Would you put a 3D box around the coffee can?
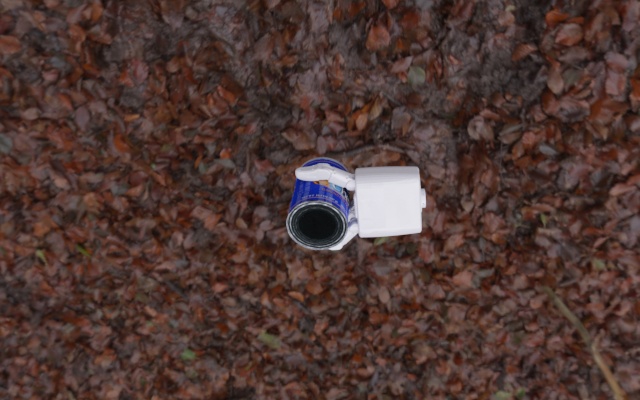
[{"bbox_3d":[0.000,0.003,0.836,0.103,0.103,0.140,0,35,6],"label":"coffee can"}]
